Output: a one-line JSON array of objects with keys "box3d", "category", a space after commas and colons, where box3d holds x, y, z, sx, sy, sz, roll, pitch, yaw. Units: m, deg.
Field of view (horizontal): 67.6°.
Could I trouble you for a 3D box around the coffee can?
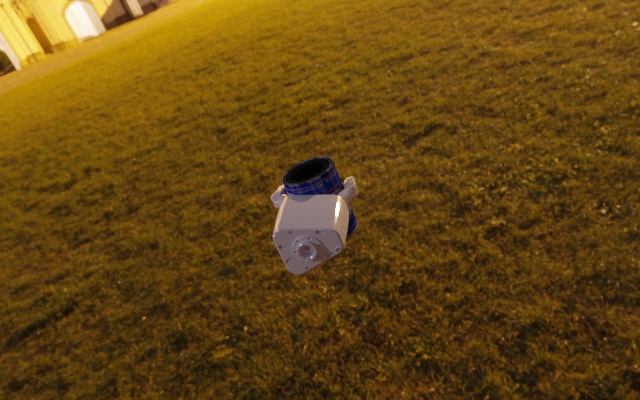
[{"box3d": [0.000, 0.003, 0.894, 0.103, 0.140, 0.102, -18, 26, 9], "category": "coffee can"}]
